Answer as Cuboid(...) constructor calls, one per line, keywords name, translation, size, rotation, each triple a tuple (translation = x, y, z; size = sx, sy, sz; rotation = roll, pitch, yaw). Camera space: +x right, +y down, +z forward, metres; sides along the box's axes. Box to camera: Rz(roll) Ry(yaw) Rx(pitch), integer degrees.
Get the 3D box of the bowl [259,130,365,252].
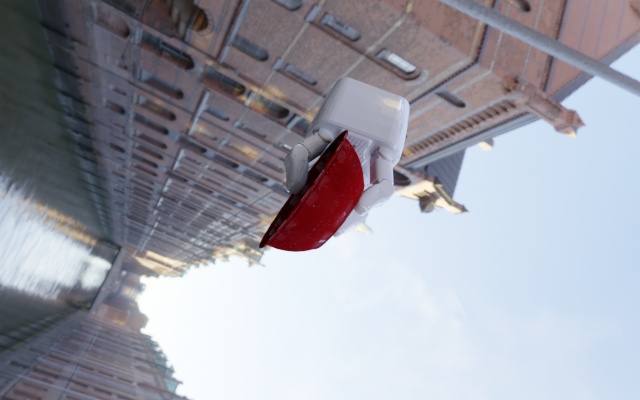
Cuboid(name="bowl", translation=(0.000, 0.003, 0.532), size=(0.055, 0.162, 0.162), rotation=(37, -5, -6))
